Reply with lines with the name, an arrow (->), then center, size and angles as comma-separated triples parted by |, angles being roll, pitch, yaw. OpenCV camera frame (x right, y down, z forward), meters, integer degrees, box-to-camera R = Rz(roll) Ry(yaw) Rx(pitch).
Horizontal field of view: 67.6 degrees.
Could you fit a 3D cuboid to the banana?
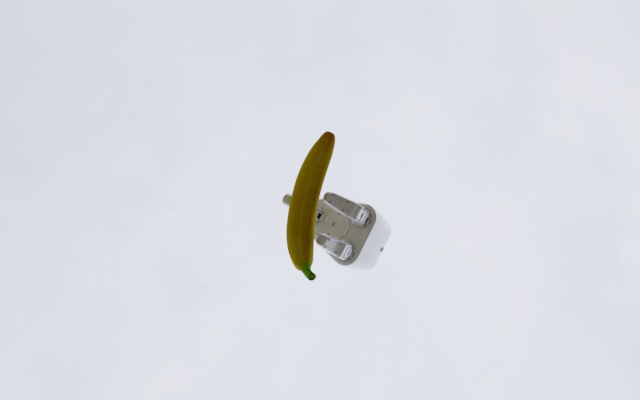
banana -> -0.013, 0.007, 0.627 | 0.037, 0.197, 0.069 | 19, -20, -41
